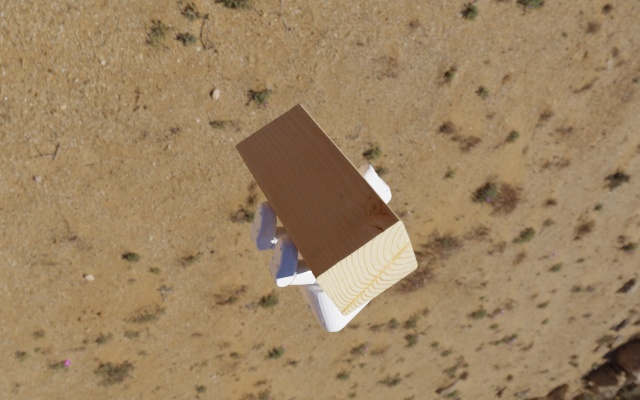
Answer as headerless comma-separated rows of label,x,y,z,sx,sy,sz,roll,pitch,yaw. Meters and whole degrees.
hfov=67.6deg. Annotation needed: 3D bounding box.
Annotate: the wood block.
wood block,0.001,0.002,0.501,0.091,0.206,0.090,-34,-40,-3
